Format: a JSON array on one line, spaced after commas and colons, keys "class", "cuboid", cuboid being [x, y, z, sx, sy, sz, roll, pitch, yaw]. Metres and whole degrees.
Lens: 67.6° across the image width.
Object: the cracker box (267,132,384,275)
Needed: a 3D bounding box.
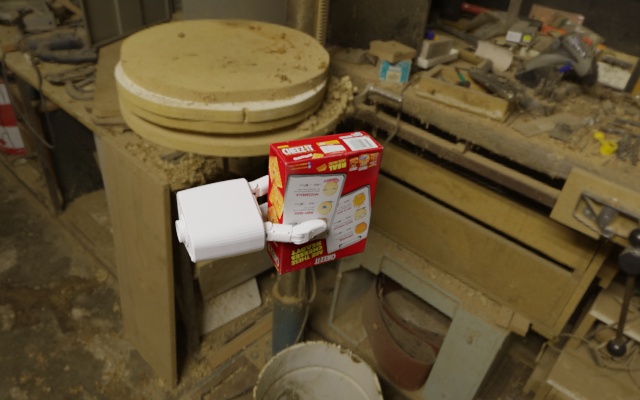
[{"class": "cracker box", "cuboid": [0.000, 0.002, 0.771, 0.164, 0.214, 0.072, -12, 40, -24]}]
